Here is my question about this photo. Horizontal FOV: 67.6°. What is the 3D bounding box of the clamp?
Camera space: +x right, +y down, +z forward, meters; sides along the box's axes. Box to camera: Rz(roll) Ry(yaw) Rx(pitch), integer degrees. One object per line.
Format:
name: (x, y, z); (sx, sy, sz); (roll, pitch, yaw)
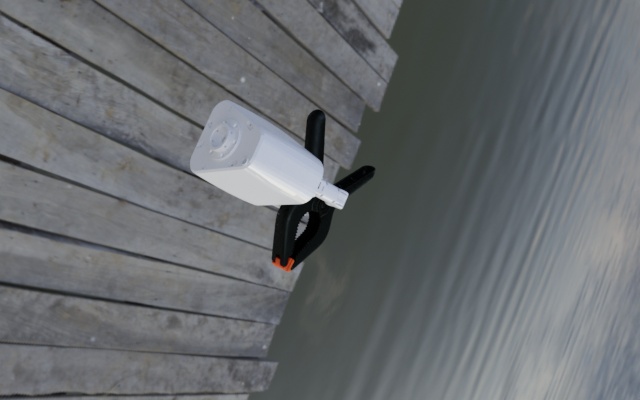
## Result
clamp: (0.000, 0.003, 0.664); (0.036, 0.210, 0.165); (19, -7, 42)
